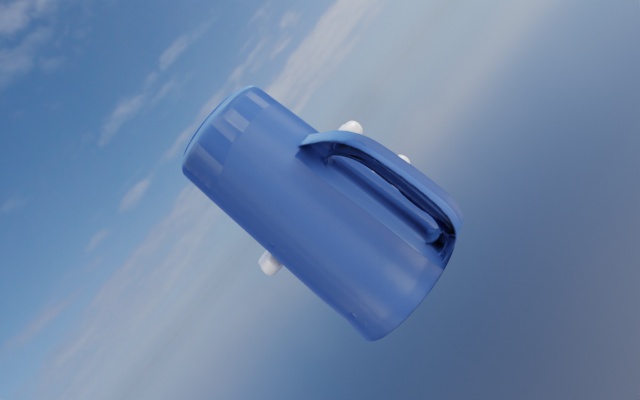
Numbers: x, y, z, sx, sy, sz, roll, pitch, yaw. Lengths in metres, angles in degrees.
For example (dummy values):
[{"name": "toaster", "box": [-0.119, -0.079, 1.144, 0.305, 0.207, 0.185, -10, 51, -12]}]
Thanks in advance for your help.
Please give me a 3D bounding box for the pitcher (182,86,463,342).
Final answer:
[{"name": "pitcher", "box": [0.000, 0.001, 0.444, 0.243, 0.149, 0.145, 39, 4, -3]}]
